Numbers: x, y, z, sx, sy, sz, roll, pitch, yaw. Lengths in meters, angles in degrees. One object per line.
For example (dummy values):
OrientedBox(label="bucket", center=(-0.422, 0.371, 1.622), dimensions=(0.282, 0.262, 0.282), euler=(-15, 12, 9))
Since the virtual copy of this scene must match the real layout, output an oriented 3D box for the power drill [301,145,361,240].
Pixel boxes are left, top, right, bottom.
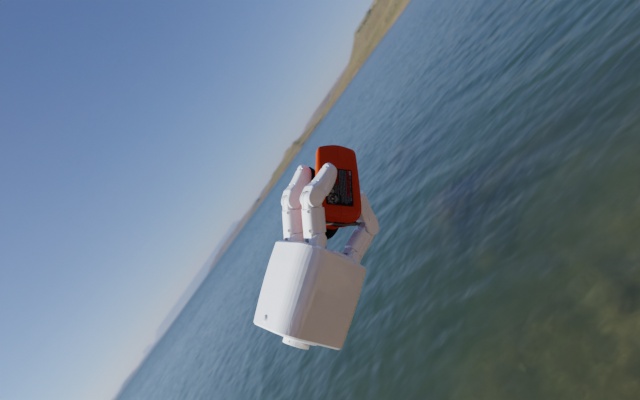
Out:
OrientedBox(label="power drill", center=(0.000, 0.002, 0.670), dimensions=(0.057, 0.184, 0.188), euler=(2, -26, -13))
